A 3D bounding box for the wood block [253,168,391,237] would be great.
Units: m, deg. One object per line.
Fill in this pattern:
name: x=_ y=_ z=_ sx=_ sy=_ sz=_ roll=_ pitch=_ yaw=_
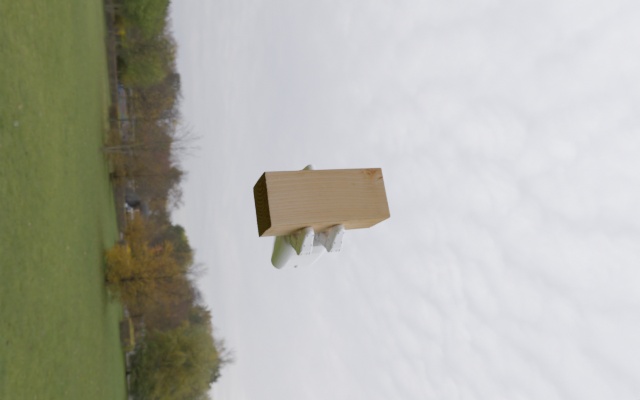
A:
wood block: x=0.000 y=0.002 z=0.806 sx=0.206 sy=0.090 sz=0.090 roll=-4 pitch=-15 yaw=-22
